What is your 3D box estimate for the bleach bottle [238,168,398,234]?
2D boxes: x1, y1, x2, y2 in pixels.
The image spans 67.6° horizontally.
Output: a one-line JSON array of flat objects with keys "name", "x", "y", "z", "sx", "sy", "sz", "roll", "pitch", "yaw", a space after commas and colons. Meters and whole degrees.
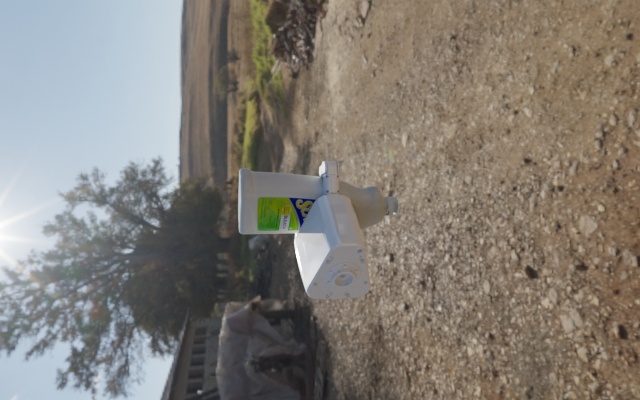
[{"name": "bleach bottle", "x": 0.000, "y": 0.002, "z": 0.745, "sx": 0.251, "sy": 0.103, "sz": 0.068, "roll": 0, "pitch": 37, "yaw": -12}]
